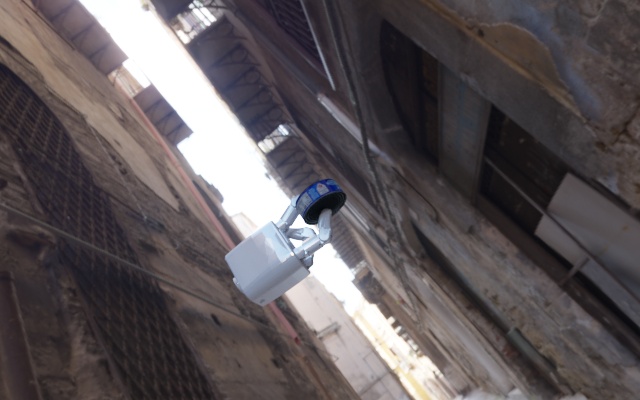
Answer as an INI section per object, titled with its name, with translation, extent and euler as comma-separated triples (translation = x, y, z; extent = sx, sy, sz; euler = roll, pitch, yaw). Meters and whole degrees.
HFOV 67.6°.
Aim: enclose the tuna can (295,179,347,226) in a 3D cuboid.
[tuna can]
translation = 0.000, 0.002, 0.819
extent = 0.086, 0.033, 0.086
euler = -27, -27, -15
